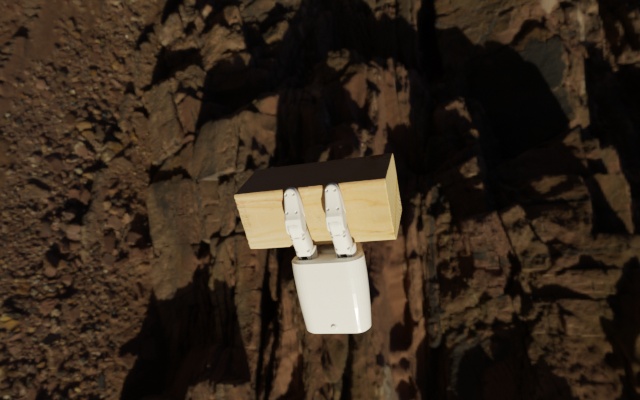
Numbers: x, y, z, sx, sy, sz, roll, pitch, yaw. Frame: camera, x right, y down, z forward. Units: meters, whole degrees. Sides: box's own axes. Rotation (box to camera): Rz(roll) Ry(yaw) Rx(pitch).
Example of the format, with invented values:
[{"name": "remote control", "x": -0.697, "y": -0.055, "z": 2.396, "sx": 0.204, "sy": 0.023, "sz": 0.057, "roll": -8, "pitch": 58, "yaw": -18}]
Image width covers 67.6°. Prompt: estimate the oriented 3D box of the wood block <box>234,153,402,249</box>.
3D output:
[{"name": "wood block", "x": 0.000, "y": 0.002, "z": 0.662, "sx": 0.206, "sy": 0.090, "sz": 0.090, "roll": -6, "pitch": 25, "yaw": 18}]
